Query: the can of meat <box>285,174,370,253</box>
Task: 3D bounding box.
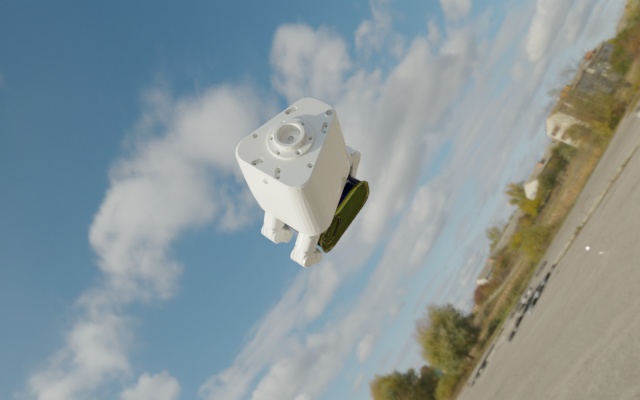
[{"bbox_3d":[0.000,0.002,0.617,0.084,0.102,0.057,31,-16,22],"label":"can of meat"}]
